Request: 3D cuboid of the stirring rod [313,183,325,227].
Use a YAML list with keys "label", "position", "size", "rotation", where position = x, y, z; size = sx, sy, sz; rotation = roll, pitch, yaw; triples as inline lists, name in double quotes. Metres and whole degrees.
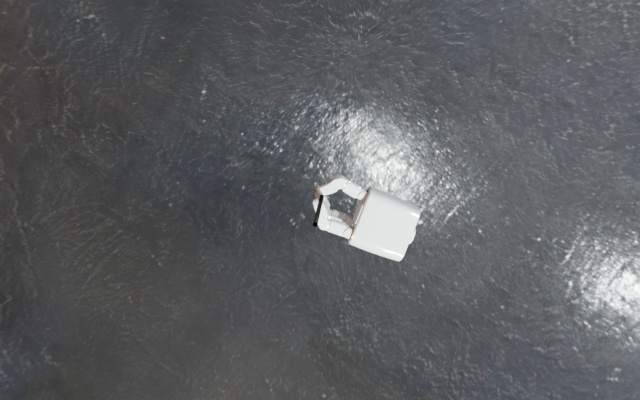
- label: "stirring rod"
  position: [0.000, 0.003, 0.871]
  size: [0.011, 0.011, 0.239]
  rotation: [0, 17, 4]
